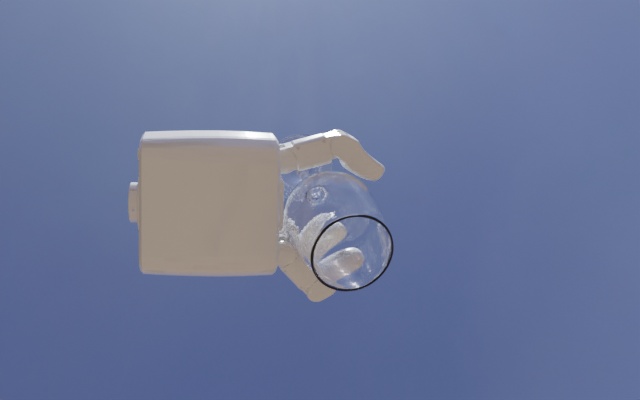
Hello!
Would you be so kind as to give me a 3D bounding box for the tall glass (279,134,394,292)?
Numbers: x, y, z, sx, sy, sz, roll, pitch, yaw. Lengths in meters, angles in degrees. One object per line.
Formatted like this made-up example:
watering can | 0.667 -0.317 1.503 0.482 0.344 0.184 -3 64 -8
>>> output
tall glass | 0.000 0.001 0.426 0.079 0.079 0.201 0 22 -15
